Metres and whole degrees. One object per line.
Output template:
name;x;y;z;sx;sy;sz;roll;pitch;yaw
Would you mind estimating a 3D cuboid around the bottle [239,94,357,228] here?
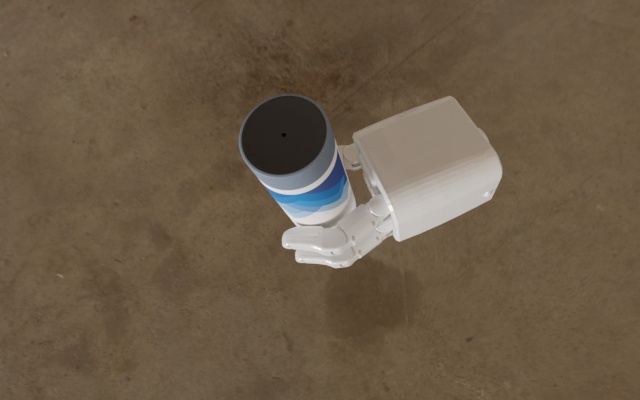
bottle;0.000;0.001;0.472;0.069;0.069;0.296;0;-19;11
